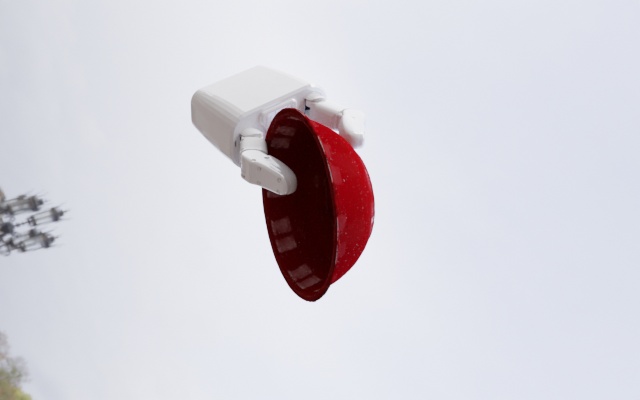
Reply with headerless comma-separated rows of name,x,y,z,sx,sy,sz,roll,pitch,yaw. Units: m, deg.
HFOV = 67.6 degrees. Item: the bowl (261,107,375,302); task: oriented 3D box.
bowl,0.001,0.002,0.409,0.055,0.162,0.162,-7,3,-24
